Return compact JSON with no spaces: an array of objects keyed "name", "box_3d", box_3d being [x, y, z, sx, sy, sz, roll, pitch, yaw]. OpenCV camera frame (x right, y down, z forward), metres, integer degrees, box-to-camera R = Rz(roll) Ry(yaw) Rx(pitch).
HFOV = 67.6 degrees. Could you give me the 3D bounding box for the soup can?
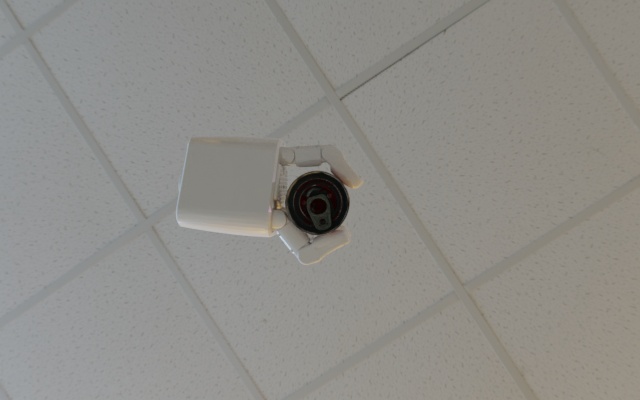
[{"name":"soup can","box_3d":[0.001,0.002,0.549,0.068,0.068,0.102,0,1,4]}]
